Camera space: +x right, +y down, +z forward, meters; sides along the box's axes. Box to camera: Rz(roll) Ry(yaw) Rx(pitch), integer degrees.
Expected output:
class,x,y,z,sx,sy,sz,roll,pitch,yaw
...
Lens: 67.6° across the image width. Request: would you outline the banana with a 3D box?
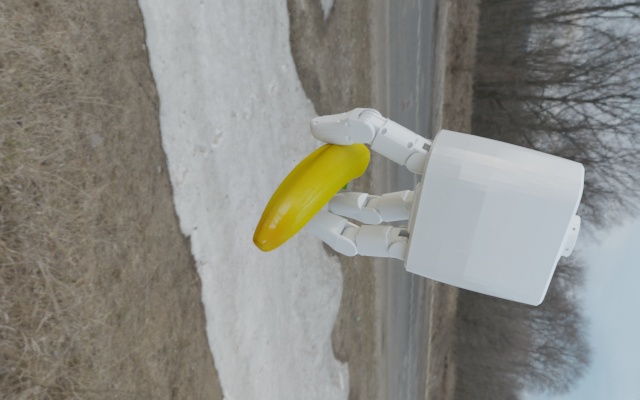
class,x,y,z,sx,sy,sz,roll,pitch,yaw
banana,0.006,-0.016,0.401,0.037,0.070,0.197,22,21,16
